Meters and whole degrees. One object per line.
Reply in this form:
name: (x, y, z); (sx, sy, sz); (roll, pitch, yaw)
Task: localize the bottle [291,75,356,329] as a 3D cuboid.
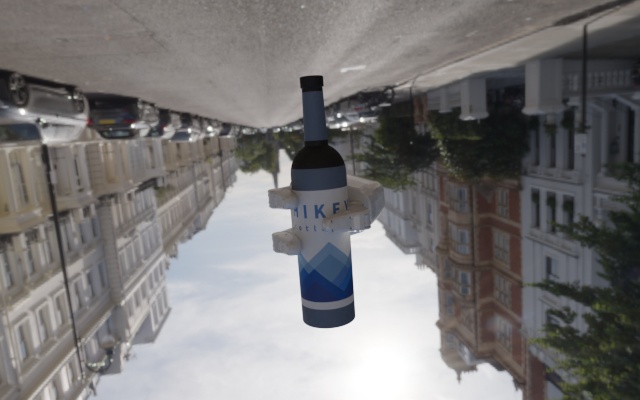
bottle: (0.000, 0.002, 0.574); (0.069, 0.296, 0.069); (-4, 9, 1)
